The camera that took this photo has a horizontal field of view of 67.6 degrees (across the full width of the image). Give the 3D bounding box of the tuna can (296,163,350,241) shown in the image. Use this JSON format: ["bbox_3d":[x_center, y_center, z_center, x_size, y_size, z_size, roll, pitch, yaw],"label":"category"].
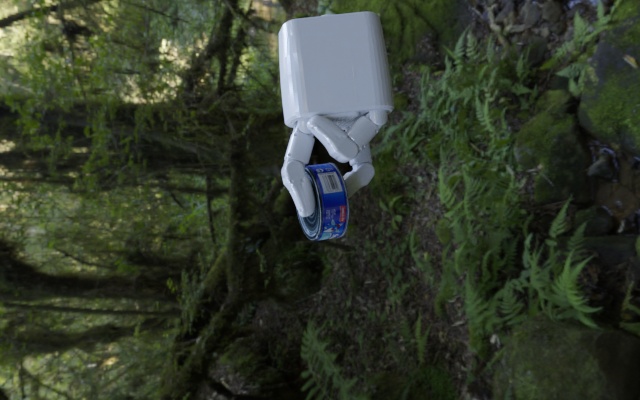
[{"bbox_3d":[0.000,0.002,0.537,0.034,0.086,0.086,-8,3,-21],"label":"tuna can"}]
